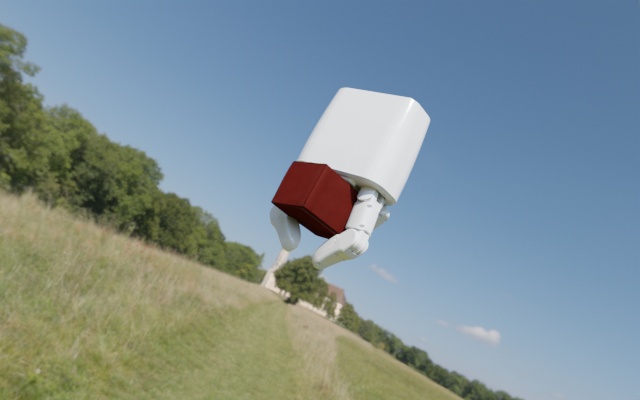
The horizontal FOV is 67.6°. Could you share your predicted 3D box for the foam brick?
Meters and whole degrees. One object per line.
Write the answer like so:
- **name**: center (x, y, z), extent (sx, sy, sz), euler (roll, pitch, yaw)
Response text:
- **foam brick**: center (0.000, 0.002, 0.487), extent (0.053, 0.051, 0.078), euler (11, -22, 47)
